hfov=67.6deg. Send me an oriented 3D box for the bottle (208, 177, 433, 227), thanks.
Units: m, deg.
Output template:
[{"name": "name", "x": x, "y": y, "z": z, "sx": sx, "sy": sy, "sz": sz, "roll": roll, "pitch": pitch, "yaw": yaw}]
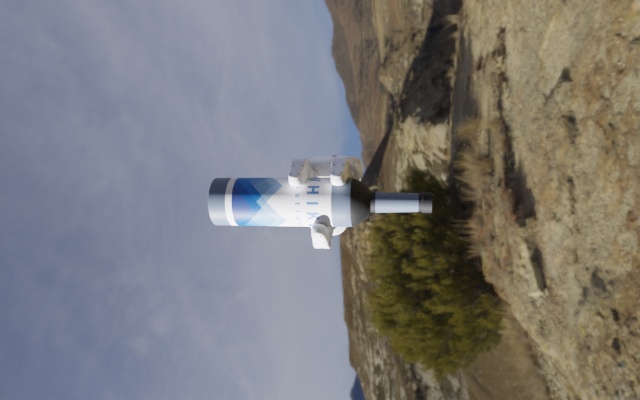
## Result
[{"name": "bottle", "x": 0.000, "y": 0.002, "z": 0.645, "sx": 0.296, "sy": 0.069, "sz": 0.069, "roll": 0, "pitch": 0, "yaw": 9}]
